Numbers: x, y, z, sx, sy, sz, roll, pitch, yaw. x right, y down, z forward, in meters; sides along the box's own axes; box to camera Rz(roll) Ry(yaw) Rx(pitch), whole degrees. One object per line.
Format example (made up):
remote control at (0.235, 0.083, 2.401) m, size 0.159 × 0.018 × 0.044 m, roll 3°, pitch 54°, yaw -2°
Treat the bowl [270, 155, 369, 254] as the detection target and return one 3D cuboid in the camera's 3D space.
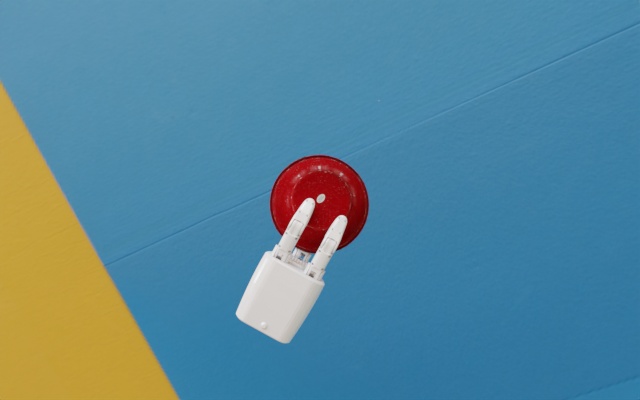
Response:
bowl at (0.000, 0.001, 0.748) m, size 0.162 × 0.162 × 0.055 m, roll 0°, pitch -7°, yaw -3°
